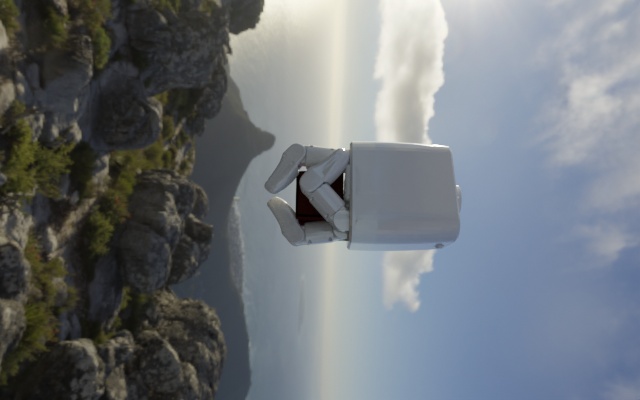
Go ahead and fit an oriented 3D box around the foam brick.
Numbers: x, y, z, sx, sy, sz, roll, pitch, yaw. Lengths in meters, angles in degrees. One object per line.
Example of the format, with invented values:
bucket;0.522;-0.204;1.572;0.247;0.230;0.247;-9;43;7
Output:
foam brick;0.000;0.002;0.542;0.051;0.053;0.078;0;-12;1
